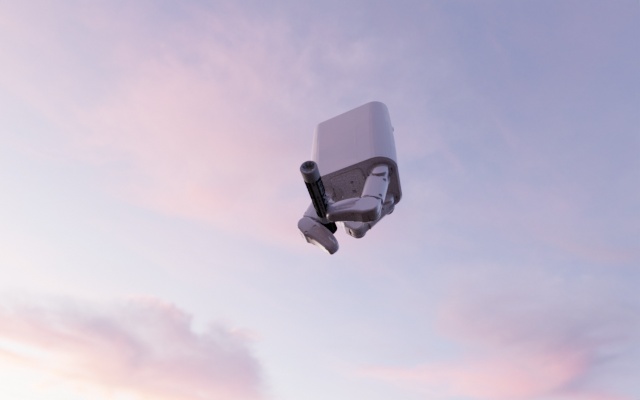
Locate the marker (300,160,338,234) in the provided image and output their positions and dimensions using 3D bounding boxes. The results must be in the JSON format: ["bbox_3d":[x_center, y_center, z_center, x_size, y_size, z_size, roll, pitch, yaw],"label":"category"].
[{"bbox_3d":[0.000,0.002,0.535,0.020,0.020,0.121,0,-37,15],"label":"marker"}]
